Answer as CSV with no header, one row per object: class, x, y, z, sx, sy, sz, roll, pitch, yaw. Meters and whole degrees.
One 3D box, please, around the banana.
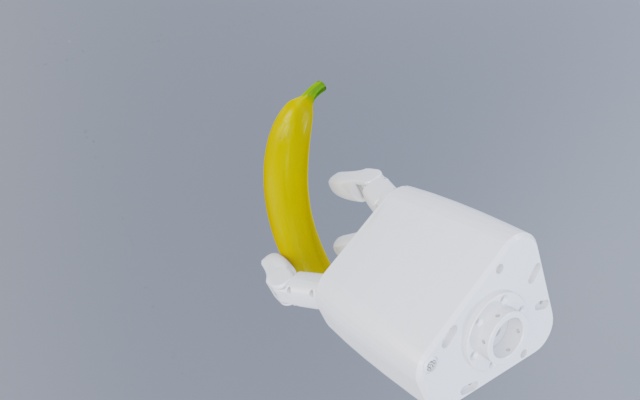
banana,-0.016,0.001,0.408,0.069,0.198,0.037,-12,18,-31
